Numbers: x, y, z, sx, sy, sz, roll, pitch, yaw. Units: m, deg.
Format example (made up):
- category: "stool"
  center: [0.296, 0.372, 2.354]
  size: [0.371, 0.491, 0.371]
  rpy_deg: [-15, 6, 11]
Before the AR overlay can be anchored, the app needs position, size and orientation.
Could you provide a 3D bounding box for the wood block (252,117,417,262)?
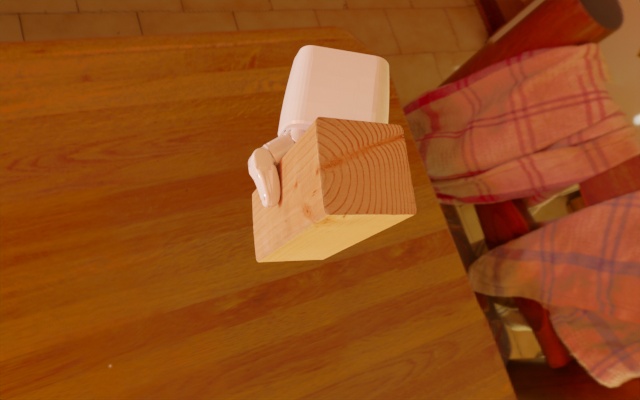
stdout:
- category: "wood block"
  center: [0.000, 0.001, 0.503]
  size: [0.091, 0.090, 0.206]
  rpy_deg: [2, -18, -23]
